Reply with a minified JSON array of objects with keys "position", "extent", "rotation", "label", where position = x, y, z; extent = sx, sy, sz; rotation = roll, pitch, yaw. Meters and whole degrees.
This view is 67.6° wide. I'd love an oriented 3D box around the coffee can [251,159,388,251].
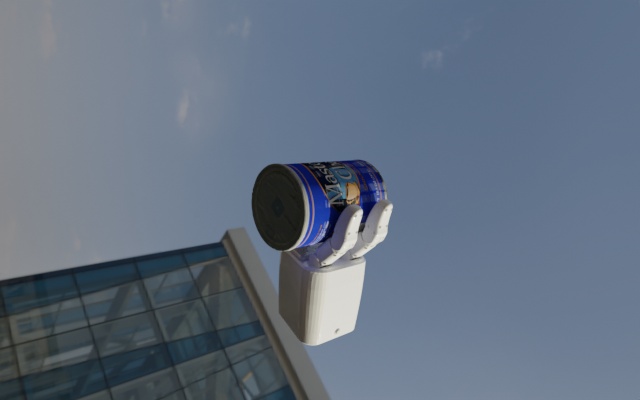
[{"position":[0.000,0.002,0.600],"extent":[0.140,0.103,0.103],"rotation":[-7,5,-42],"label":"coffee can"}]
